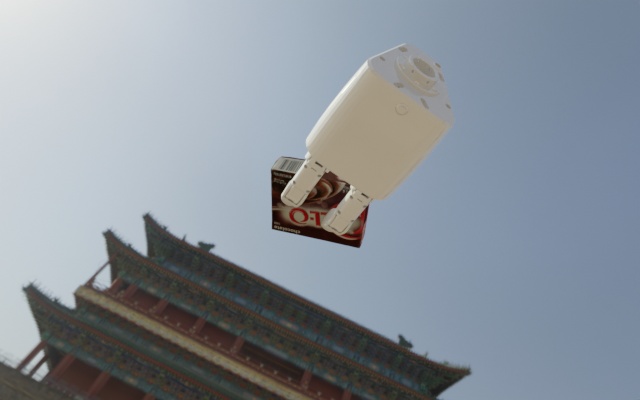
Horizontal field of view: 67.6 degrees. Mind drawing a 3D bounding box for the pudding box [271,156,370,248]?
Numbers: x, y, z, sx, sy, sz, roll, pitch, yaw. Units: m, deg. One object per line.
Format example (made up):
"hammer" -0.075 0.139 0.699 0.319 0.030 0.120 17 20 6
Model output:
"pudding box" 0.000 0.002 0.555 0.113 0.090 0.039 13 38 12
